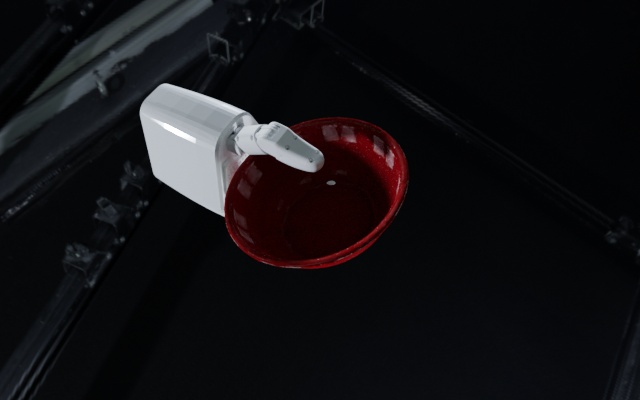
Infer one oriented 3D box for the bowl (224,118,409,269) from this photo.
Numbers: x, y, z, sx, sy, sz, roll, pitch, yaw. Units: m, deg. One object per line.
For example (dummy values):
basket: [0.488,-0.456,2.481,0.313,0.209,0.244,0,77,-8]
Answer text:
bowl: [0.001,0.002,0.422,0.162,0.162,0.055,0,-38,20]
